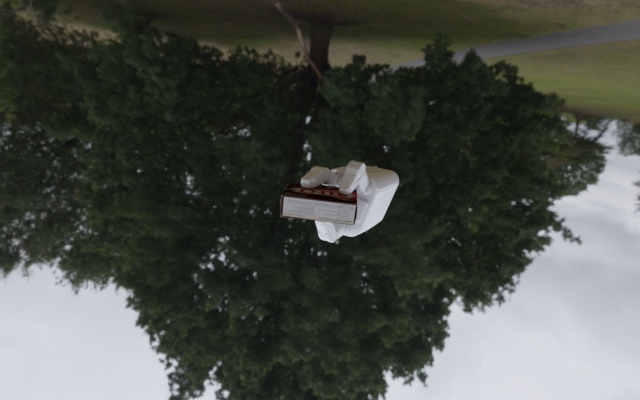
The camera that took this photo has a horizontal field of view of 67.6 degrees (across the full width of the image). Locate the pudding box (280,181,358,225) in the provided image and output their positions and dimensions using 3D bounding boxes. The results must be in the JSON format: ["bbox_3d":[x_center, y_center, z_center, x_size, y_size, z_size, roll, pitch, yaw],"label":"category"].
[{"bbox_3d":[0.000,0.003,0.728,0.113,0.039,0.090,5,14,2],"label":"pudding box"}]
